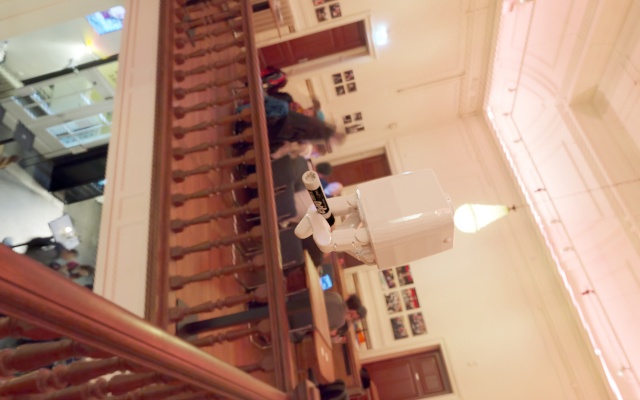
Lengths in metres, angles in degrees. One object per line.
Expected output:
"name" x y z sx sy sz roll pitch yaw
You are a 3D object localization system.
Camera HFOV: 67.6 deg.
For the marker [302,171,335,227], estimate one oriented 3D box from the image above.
"marker" 0.000 0.002 0.611 0.020 0.020 0.121 0 -29 14
